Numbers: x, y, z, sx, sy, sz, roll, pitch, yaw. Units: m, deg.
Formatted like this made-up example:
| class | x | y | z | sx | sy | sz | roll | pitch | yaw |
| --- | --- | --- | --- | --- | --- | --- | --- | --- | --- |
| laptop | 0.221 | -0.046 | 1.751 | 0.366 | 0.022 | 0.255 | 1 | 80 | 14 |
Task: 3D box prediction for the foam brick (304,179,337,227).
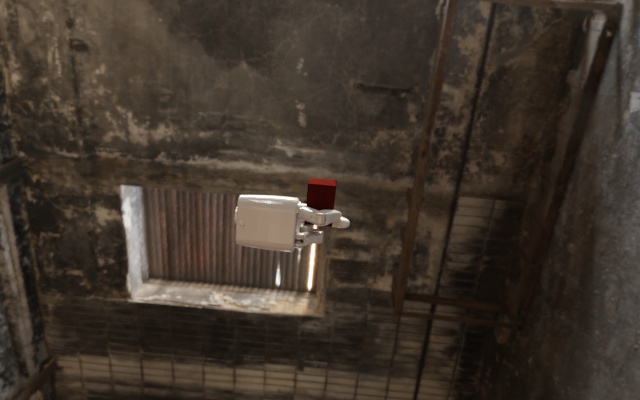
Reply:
| class | x | y | z | sx | sy | sz | roll | pitch | yaw |
| --- | --- | --- | --- | --- | --- | --- | --- | --- | --- |
| foam brick | 0.000 | 0.003 | 0.867 | 0.051 | 0.078 | 0.053 | 6 | 13 | 2 |
